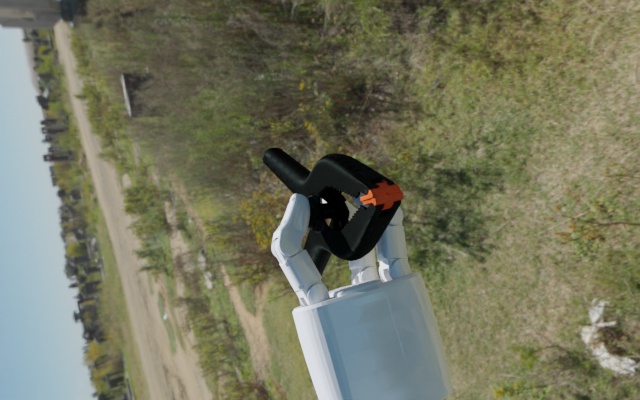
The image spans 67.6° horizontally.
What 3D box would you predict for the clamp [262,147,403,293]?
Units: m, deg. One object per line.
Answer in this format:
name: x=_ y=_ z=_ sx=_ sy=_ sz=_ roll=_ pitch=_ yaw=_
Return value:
clamp: x=0.000 y=0.002 z=0.447 sx=0.036 sy=0.164 sz=0.210 roll=-14 pitch=-9 yaw=-28
